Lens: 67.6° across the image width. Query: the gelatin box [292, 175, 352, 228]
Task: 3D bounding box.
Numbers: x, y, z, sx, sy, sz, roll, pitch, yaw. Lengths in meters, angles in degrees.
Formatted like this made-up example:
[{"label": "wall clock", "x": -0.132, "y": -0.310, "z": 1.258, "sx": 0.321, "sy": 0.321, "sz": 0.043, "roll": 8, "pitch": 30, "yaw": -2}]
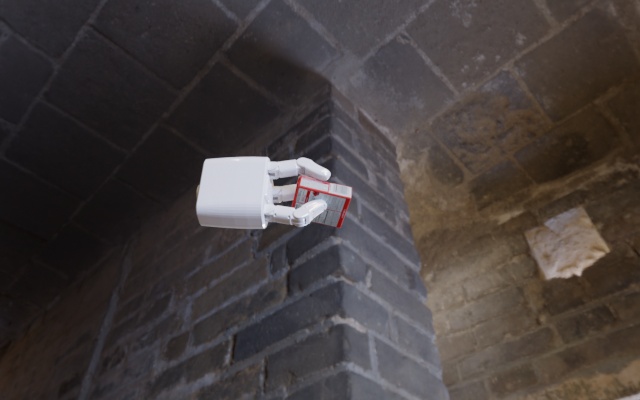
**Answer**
[{"label": "gelatin box", "x": 0.000, "y": 0.003, "z": 0.778, "sx": 0.089, "sy": 0.073, "sz": 0.030, "roll": 13, "pitch": 44, "yaw": -3}]
